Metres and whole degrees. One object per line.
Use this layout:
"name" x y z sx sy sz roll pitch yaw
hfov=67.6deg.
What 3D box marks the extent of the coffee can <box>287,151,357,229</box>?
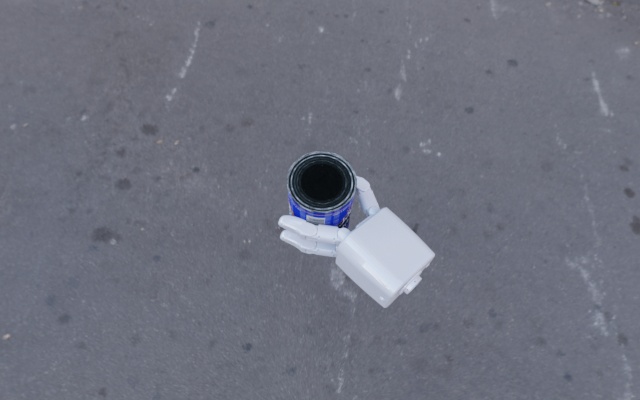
"coffee can" 0.000 0.002 0.752 0.103 0.102 0.140 0 -26 -2
